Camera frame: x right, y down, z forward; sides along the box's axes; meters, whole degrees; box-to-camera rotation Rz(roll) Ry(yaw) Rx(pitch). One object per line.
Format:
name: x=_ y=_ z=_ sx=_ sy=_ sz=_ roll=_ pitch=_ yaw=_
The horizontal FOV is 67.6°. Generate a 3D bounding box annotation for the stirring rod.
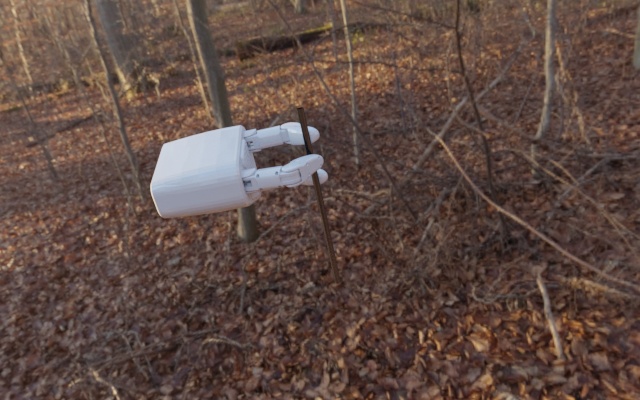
stirring rod: x=0.000 y=0.002 z=0.596 sx=0.011 sy=0.240 sz=0.011 roll=-10 pitch=24 yaw=5
